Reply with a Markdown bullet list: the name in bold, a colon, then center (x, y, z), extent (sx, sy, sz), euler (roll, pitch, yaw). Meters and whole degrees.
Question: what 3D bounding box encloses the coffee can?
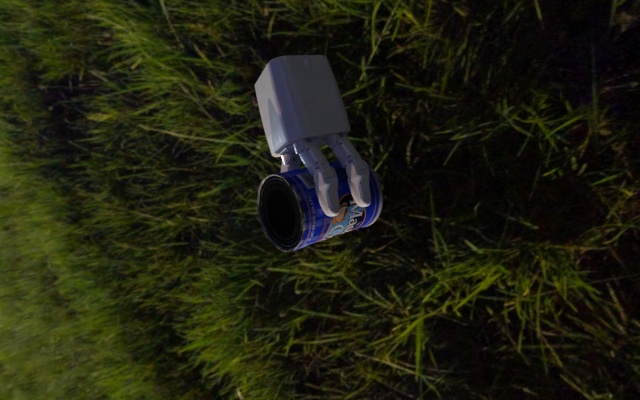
- **coffee can**: center (0.000, 0.002, 0.651), extent (0.140, 0.103, 0.103), euler (-15, 9, -38)
